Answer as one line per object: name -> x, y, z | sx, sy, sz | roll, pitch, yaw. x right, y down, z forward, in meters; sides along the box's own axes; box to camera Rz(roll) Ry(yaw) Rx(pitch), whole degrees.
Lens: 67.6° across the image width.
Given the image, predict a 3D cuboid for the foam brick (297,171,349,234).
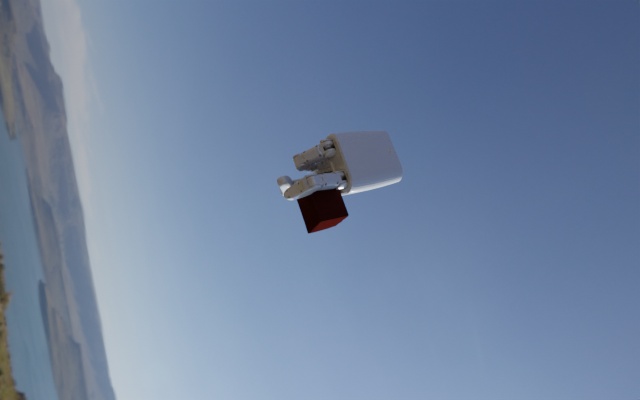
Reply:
foam brick -> 0.000, 0.003, 0.733 | 0.051, 0.078, 0.053 | -10, -17, -29
